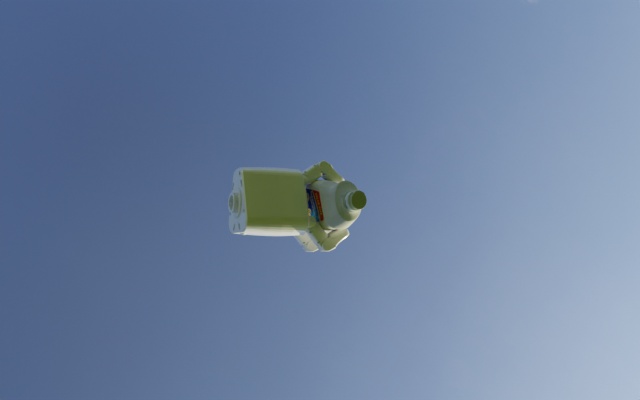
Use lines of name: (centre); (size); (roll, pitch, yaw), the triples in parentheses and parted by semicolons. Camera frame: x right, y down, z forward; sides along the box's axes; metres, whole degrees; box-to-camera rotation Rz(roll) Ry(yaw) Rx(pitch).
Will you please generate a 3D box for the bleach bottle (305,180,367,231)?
bleach bottle: (0.000, 0.003, 0.828); (0.068, 0.102, 0.251); (3, -7, -27)
